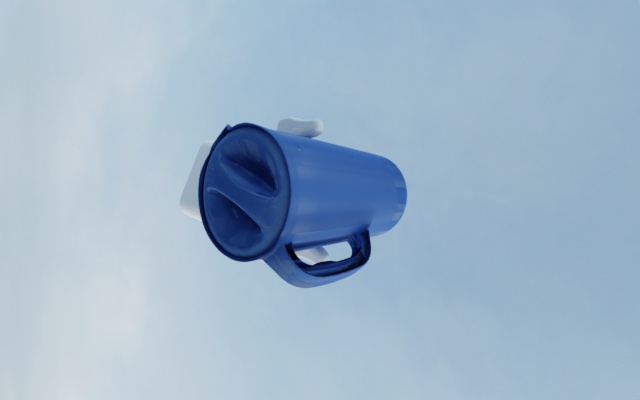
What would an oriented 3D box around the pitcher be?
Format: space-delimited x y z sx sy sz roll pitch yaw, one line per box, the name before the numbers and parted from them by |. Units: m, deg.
pitcher | 0.000 0.002 0.540 0.145 0.149 0.243 10 6 39
